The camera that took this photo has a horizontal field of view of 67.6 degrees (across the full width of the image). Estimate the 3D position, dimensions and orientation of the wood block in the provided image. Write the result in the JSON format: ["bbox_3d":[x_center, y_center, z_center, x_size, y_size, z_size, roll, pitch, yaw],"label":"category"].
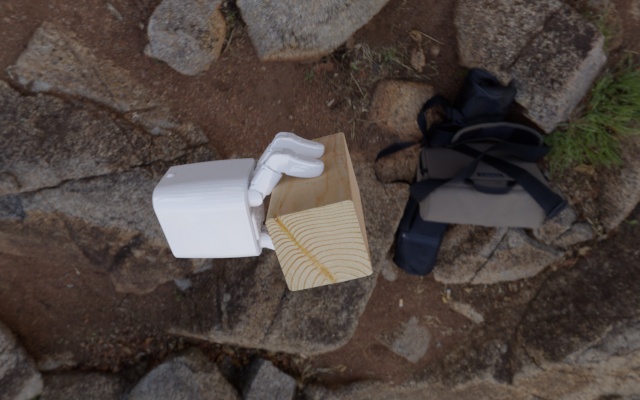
[{"bbox_3d":[0.000,0.002,0.562,0.090,0.091,0.206,-13,26,7],"label":"wood block"}]
